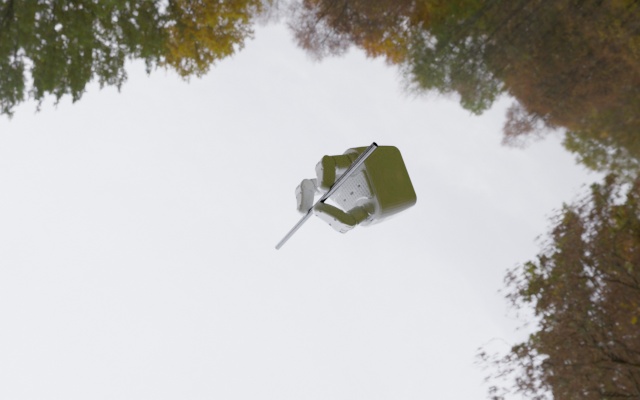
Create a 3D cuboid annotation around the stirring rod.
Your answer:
[{"bbox_3d":[0.000,0.002,0.637,0.011,0.011,0.240,0,-35,-41],"label":"stirring rod"}]
